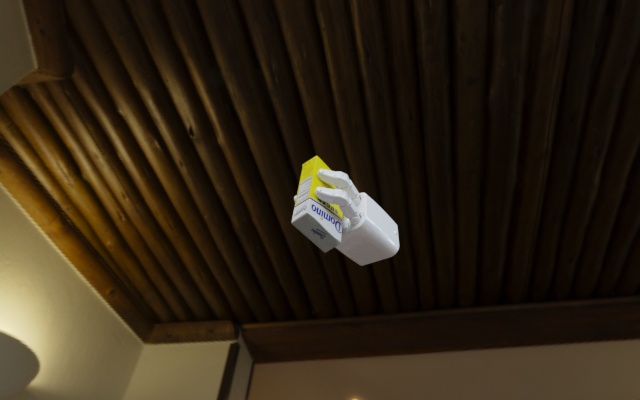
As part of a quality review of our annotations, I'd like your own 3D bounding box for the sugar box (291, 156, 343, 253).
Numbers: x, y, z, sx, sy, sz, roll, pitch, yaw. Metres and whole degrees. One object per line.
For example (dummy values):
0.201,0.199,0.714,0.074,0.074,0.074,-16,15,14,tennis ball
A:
0.001,0.003,0.892,0.048,0.176,0.093,-33,-61,25,sugar box
